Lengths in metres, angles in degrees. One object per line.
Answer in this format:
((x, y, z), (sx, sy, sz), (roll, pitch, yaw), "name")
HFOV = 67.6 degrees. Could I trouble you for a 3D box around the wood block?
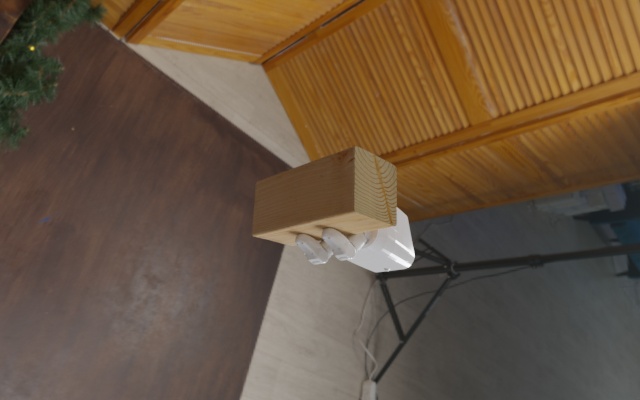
((0.001, 0.002, 0.690), (0.090, 0.090, 0.206), (20, -25, -41), "wood block")
